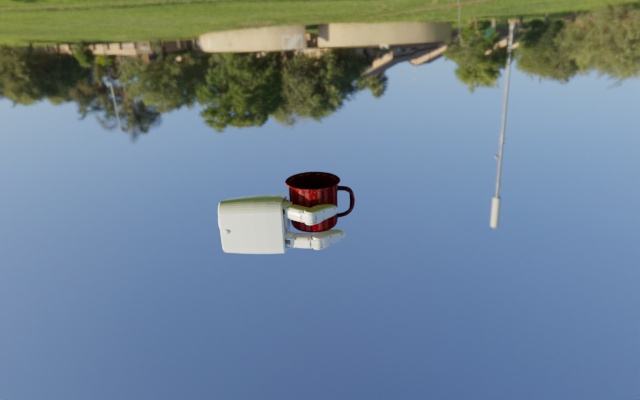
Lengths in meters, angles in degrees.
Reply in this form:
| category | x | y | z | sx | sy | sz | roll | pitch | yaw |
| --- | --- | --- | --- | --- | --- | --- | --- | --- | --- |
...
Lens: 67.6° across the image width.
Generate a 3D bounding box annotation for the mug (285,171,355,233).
| category | x | y | z | sx | sy | sz | roll | pitch | yaw |
| --- | --- | --- | --- | --- | --- | --- | --- | --- | --- |
| mug | 0.002 | 0.003 | 0.818 | 0.117 | 0.081 | 0.093 | -2 | 22 | 1 |
